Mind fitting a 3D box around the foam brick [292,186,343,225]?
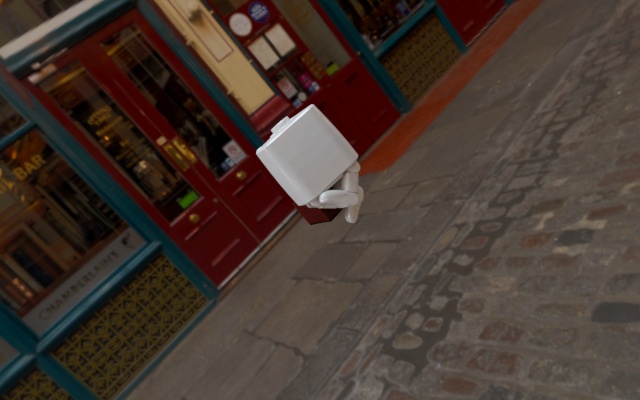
[{"bbox_3d":[0.000,0.003,0.790,0.053,0.051,0.078,-47,14,-25],"label":"foam brick"}]
